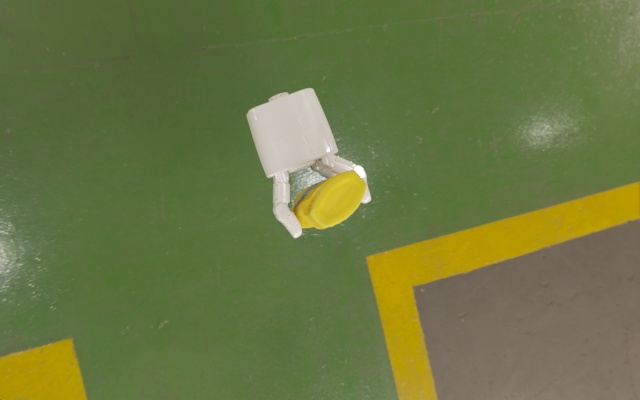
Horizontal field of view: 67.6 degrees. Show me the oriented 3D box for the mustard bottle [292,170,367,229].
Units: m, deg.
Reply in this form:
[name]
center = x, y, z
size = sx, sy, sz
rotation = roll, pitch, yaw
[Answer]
[mustard bottle]
center = 0.000, 0.003, 0.756
size = 0.096, 0.058, 0.191
rotation = -46, 10, -14
